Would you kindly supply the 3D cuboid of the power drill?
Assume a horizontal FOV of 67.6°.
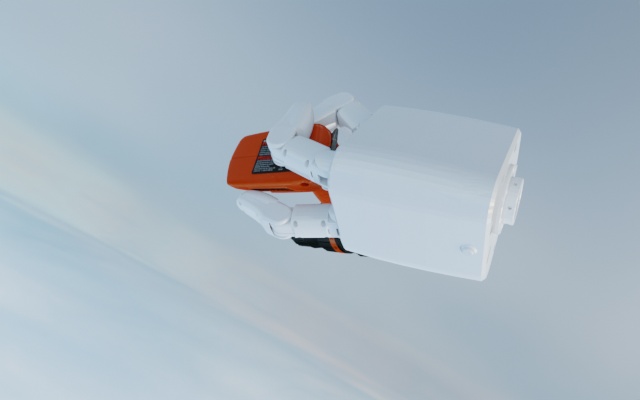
[{"bbox_3d":[0.000,0.001,0.470,0.184,0.057,0.188,-4,-27,37],"label":"power drill"}]
